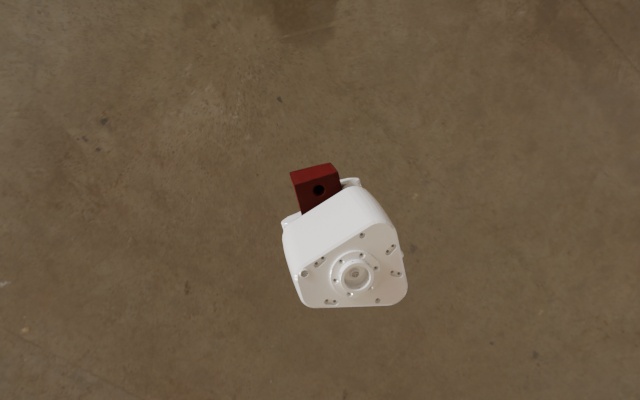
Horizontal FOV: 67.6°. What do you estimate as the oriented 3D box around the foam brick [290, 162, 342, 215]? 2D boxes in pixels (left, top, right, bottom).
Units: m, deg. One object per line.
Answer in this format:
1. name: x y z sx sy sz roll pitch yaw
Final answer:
1. foam brick: 0.000 0.002 0.562 0.053 0.078 0.051 -16 19 -4
